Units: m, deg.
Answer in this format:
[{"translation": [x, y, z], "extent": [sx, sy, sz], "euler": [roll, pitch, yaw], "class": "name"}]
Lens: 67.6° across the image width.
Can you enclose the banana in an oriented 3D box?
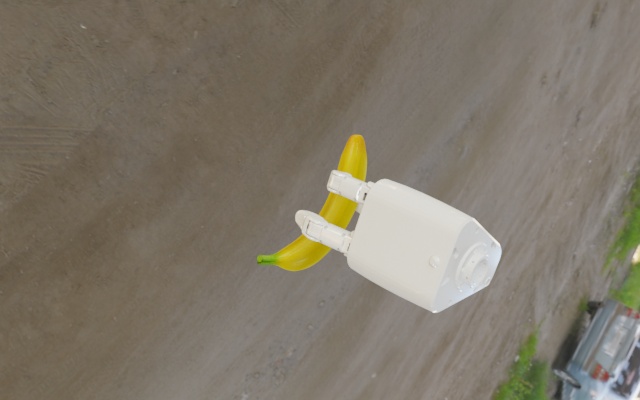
[{"translation": [0.008, 0.014, 0.583], "extent": [0.037, 0.198, 0.070], "euler": [28, -12, 48], "class": "banana"}]
